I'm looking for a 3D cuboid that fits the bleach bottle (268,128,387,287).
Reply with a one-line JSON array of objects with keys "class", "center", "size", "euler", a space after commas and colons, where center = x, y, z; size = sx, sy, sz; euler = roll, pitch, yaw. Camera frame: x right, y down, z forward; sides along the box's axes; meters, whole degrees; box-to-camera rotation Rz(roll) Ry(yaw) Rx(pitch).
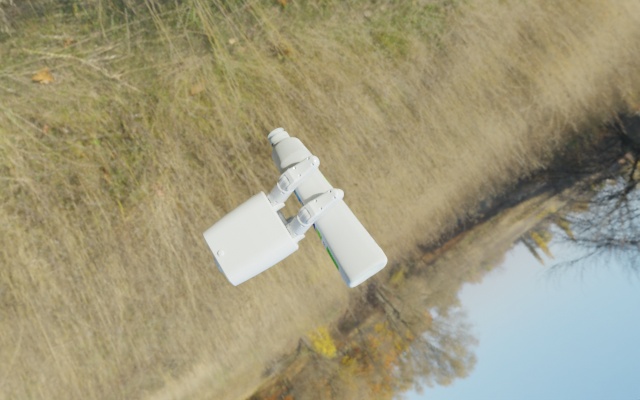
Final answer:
[{"class": "bleach bottle", "center": [0.000, 0.002, 0.695], "size": [0.068, 0.250, 0.102], "euler": [-33, -15, -3]}]
